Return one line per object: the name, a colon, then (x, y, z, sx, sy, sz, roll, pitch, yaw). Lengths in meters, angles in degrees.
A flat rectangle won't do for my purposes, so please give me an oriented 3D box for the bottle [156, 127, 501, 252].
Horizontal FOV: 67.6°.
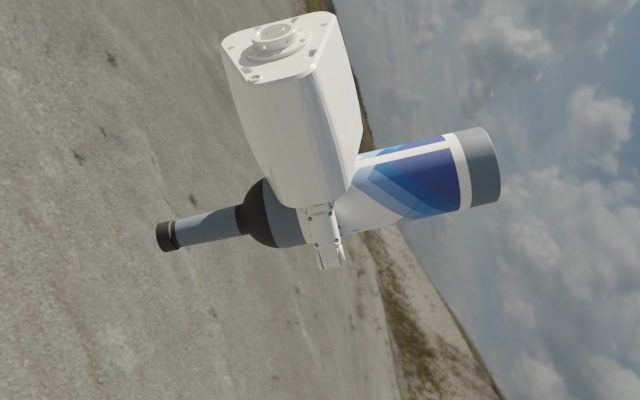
bottle: (0.000, 0.001, 0.421, 0.296, 0.069, 0.069, -13, -1, 4)
